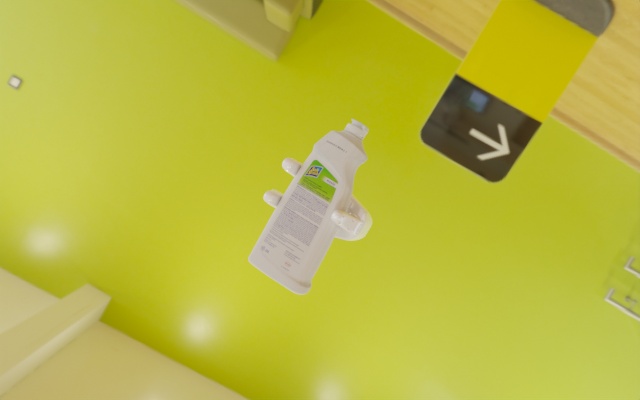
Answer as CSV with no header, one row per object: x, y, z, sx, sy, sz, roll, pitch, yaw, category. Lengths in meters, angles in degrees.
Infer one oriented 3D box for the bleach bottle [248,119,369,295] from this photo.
0.000,0.002,0.687,0.102,0.251,0.068,31,2,13,bleach bottle
